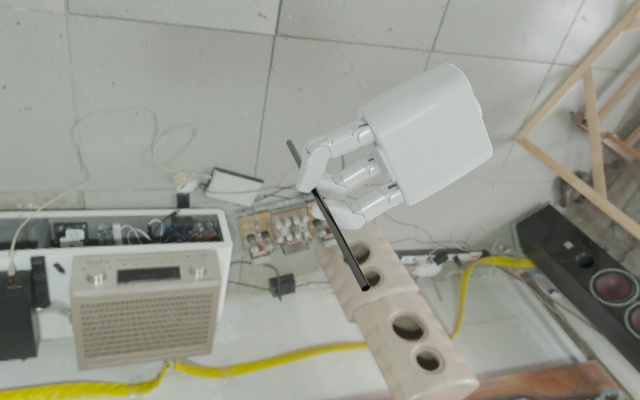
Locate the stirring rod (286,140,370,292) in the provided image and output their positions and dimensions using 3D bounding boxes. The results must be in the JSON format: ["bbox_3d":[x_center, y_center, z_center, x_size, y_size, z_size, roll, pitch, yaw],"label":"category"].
[{"bbox_3d":[0.000,0.001,0.484,0.011,0.011,0.239,0,36,-23],"label":"stirring rod"}]
